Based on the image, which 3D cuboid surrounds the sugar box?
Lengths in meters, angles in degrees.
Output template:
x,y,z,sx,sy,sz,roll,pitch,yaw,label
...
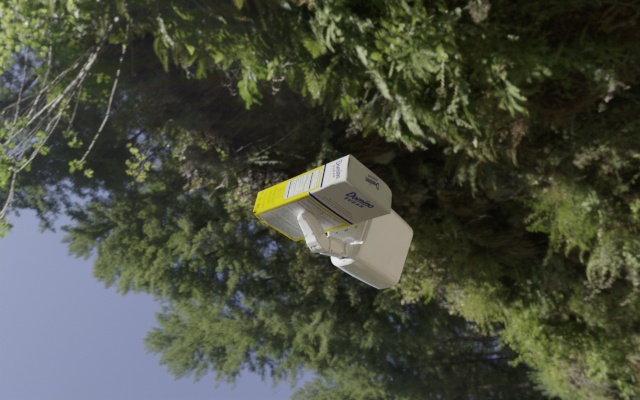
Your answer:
x,y,z,sx,sy,sz,roll,pitch,yaw,label
0.000,0.002,0.654,0.176,0.048,0.093,-21,-43,37,sugar box
